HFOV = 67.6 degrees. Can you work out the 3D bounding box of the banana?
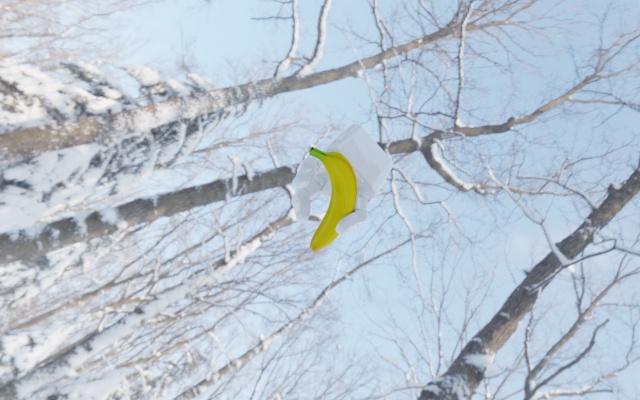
[{"bbox_3d":[0.019,0.001,0.709,0.069,0.198,0.037,3,39,3],"label":"banana"}]
